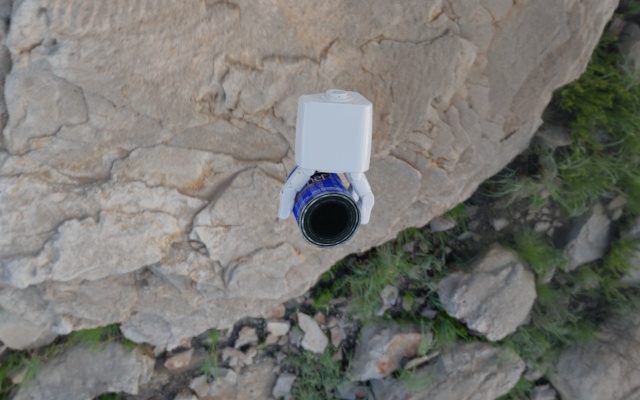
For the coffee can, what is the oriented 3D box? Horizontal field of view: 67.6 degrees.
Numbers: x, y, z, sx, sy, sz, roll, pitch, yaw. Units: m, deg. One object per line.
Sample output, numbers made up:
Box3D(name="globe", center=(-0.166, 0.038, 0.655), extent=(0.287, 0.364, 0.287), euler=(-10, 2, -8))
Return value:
Box3D(name="coffee can", center=(0.000, 0.003, 0.811), extent=(0.103, 0.103, 0.140), euler=(0, 25, -14))
